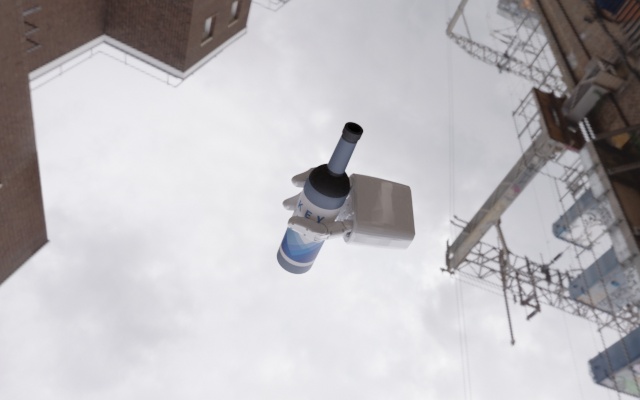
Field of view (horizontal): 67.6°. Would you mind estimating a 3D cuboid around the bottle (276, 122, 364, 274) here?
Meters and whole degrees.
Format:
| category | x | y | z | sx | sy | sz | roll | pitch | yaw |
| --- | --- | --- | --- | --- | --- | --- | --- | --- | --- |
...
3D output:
| category | x | y | z | sx | sy | sz | roll | pitch | yaw |
| --- | --- | --- | --- | --- | --- | --- | --- | --- | --- |
| bottle | 0.000 | 0.003 | 0.740 | 0.069 | 0.069 | 0.296 | 0 | -43 | -25 |
